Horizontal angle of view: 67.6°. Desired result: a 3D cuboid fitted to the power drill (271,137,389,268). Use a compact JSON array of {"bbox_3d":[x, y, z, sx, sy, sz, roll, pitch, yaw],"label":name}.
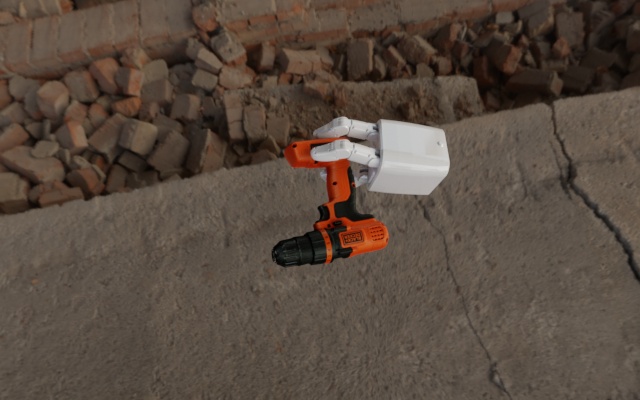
[{"bbox_3d":[0.000,0.002,0.730,0.184,0.187,0.057,-9,-12,-22],"label":"power drill"}]
